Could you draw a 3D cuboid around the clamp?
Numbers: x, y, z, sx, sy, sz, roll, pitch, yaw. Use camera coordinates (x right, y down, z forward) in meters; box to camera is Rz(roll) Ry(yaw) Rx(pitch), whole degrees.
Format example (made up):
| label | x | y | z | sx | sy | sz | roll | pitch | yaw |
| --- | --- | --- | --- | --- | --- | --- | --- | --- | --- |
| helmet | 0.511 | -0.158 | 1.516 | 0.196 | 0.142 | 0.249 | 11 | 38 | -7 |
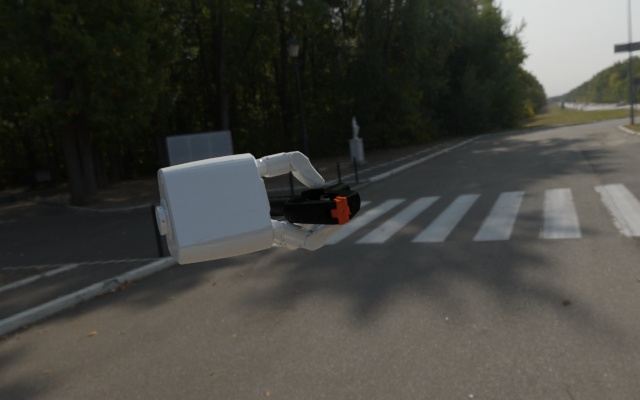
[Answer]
| label | x | y | z | sx | sy | sz | roll | pitch | yaw |
| --- | --- | --- | --- | --- | --- | --- | --- | --- | --- |
| clamp | 0.000 | 0.001 | 0.608 | 0.164 | 0.036 | 0.210 | -12 | 8 | -24 |
